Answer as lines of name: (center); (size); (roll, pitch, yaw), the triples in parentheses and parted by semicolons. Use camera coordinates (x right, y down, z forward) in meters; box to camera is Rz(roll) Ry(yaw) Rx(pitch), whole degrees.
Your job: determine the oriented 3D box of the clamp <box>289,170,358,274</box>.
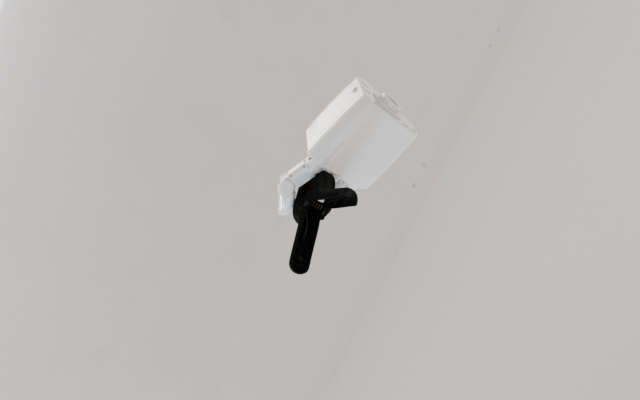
clamp: (0.000, 0.002, 0.602); (0.039, 0.120, 0.171); (34, 25, -24)
